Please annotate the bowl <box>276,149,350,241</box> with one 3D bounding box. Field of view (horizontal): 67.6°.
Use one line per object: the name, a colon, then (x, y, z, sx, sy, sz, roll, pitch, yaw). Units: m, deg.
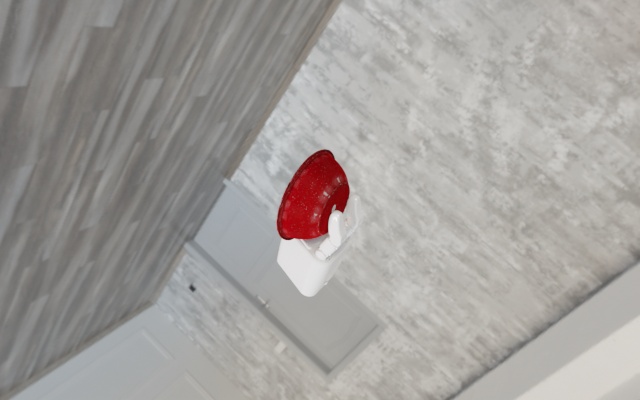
bowl: (0.000, 0.002, 0.759, 0.055, 0.162, 0.162, 27, 11, 22)
